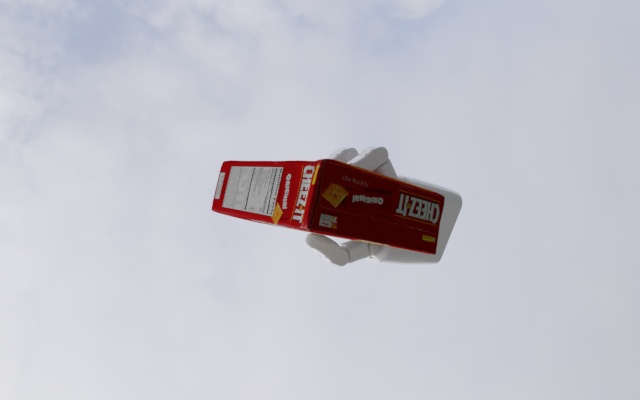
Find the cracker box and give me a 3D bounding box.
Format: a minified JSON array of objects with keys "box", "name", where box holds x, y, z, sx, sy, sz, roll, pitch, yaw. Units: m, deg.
[{"box":[0.000,0.002,0.530,0.164,0.072,0.213,13,-4,-35],"name":"cracker box"}]
